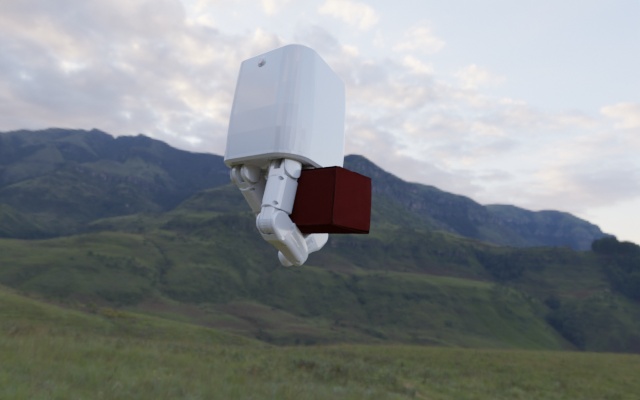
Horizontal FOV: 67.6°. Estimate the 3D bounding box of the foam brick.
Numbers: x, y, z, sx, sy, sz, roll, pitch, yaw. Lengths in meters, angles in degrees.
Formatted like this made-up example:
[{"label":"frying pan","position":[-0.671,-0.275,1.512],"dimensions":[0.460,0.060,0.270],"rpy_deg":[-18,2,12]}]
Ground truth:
[{"label":"foam brick","position":[0.000,0.002,0.430],"dimensions":[0.078,0.051,0.053],"rpy_deg":[-3,-13,41]}]
